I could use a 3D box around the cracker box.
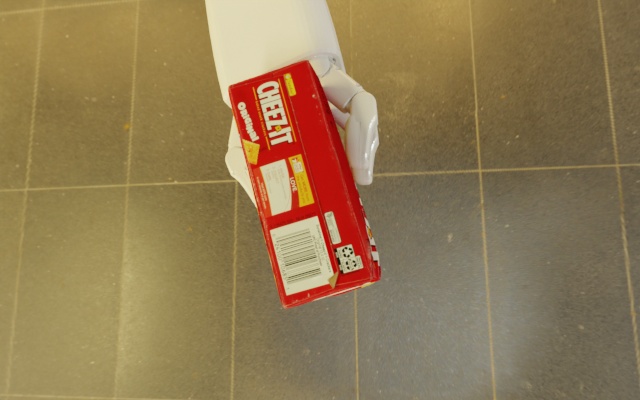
[{"bbox_3d":[0.000,0.001,0.423,0.072,0.164,0.214,-17,-11,6],"label":"cracker box"}]
